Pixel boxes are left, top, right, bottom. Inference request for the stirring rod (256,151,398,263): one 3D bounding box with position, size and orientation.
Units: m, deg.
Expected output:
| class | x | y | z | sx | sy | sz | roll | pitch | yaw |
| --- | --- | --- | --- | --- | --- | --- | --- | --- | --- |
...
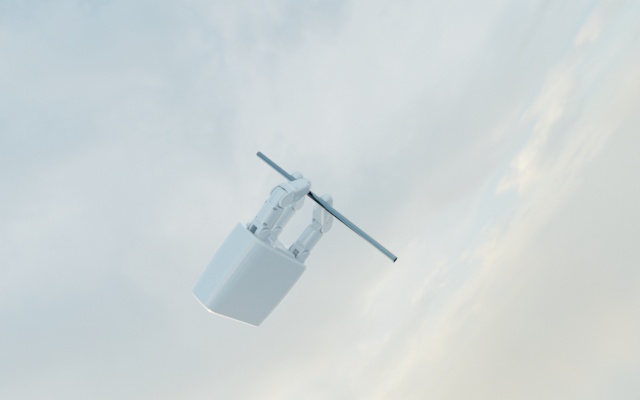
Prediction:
| class | x | y | z | sx | sy | sz | roll | pitch | yaw |
| --- | --- | --- | --- | --- | --- | --- | --- | --- | --- |
| stirring rod | 0.000 | 0.002 | 0.594 | 0.239 | 0.011 | 0.011 | 38 | 19 | 27 |
